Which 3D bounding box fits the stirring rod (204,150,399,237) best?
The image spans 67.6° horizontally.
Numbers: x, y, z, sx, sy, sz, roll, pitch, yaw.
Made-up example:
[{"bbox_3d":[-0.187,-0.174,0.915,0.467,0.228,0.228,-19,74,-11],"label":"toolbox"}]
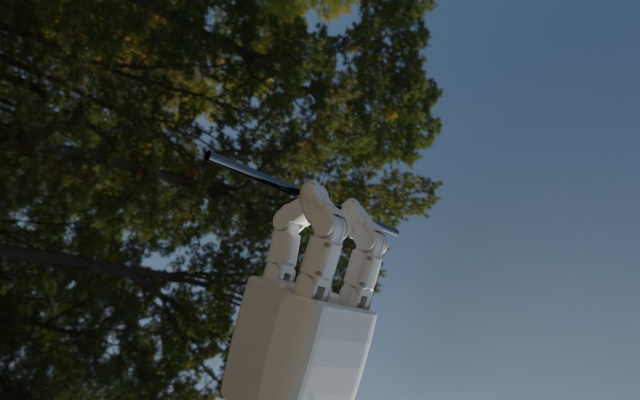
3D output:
[{"bbox_3d":[0.000,0.001,0.419,0.011,0.011,0.239,0,-16,43],"label":"stirring rod"}]
